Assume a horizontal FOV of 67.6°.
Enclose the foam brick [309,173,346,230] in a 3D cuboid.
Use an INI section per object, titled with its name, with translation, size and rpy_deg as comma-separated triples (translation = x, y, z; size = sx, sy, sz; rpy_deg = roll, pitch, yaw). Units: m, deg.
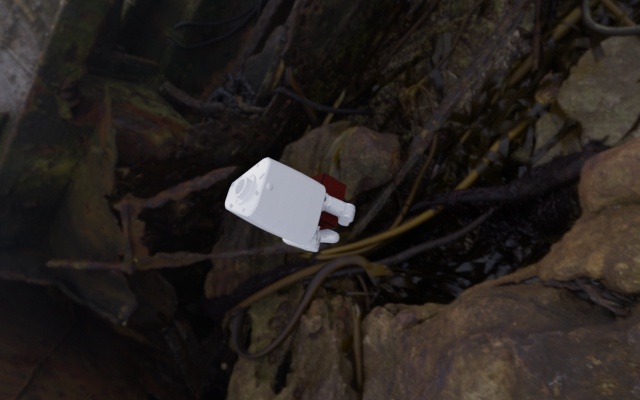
[foam brick]
translation = 0.000, 0.002, 0.772
size = 0.051, 0.078, 0.053
rpy_deg = 28, -25, -31
